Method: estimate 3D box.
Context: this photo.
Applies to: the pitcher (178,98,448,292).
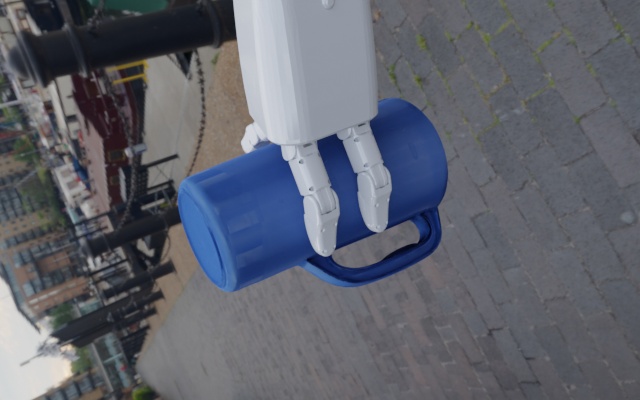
[{"bbox_3d":[0.000,0.001,0.463,0.243,0.145,0.149,-23,33,-27],"label":"pitcher"}]
